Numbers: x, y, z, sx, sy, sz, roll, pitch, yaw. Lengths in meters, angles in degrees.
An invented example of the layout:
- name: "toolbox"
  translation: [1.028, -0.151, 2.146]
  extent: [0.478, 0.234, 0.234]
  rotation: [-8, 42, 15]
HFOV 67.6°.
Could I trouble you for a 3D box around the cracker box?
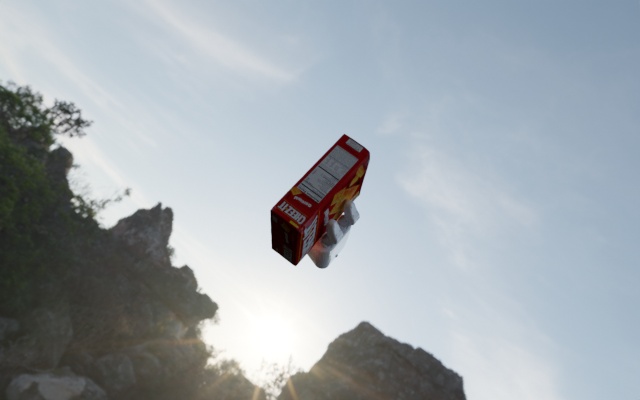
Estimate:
- name: "cracker box"
  translation: [0.000, 0.003, 0.899]
  extent: [0.072, 0.213, 0.164]
  rotation: [35, -26, 14]
